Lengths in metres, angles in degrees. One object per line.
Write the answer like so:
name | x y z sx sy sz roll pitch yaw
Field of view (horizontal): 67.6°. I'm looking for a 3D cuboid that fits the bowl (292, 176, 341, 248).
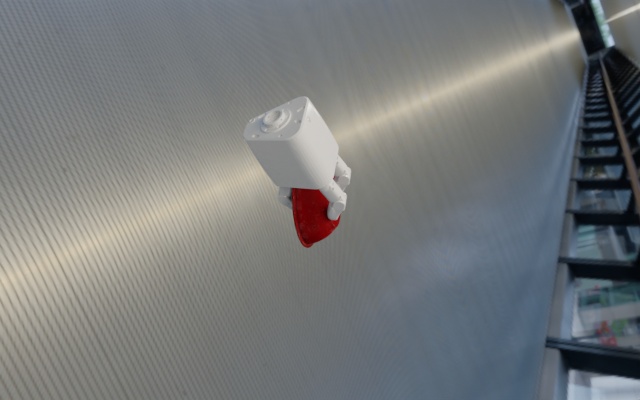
bowl | 0.001 0.003 0.844 0.055 0.162 0.162 -2 -1 15
